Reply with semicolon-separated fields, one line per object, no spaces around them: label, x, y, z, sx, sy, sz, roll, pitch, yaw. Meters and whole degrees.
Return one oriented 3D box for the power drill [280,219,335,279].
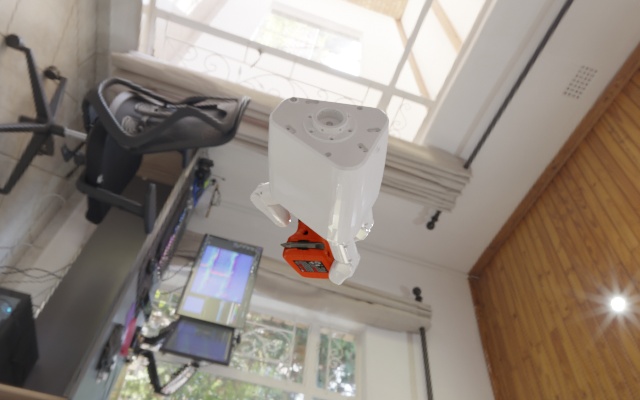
power drill;0.000;0.002;0.618;0.057;0.187;0.184;-2;-22;13
